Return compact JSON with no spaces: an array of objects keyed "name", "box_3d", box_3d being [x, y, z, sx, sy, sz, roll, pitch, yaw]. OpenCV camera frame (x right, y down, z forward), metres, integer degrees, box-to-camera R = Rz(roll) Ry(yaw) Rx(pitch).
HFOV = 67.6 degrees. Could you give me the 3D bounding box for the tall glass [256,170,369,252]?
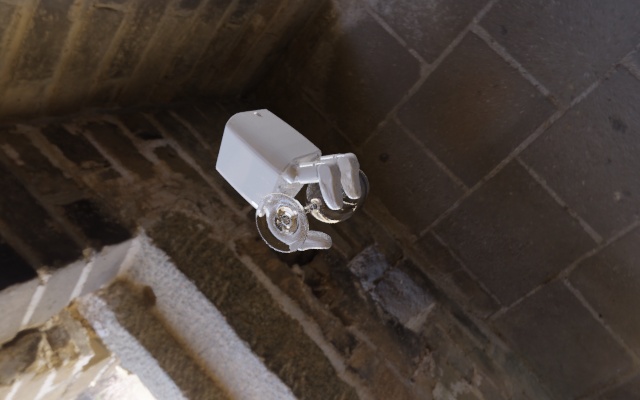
[{"name":"tall glass","box_3d":[0.000,0.002,0.650,0.079,0.079,0.201,0,14,30]}]
